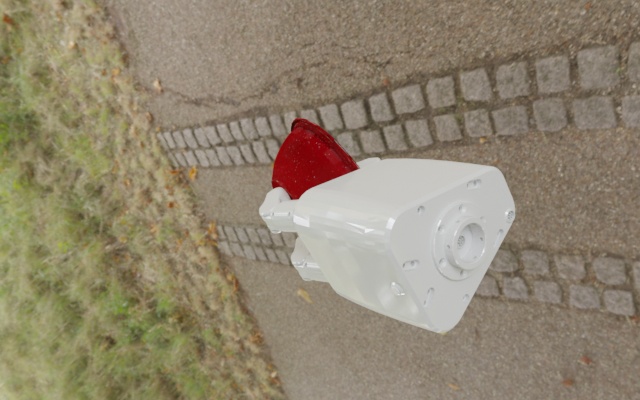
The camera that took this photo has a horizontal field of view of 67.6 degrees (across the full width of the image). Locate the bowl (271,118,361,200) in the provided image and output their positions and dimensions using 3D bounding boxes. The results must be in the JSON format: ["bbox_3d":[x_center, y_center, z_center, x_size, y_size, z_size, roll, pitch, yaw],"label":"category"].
[{"bbox_3d":[-0.001,0.002,0.471,0.055,0.162,0.162,-36,9,-13],"label":"bowl"}]
